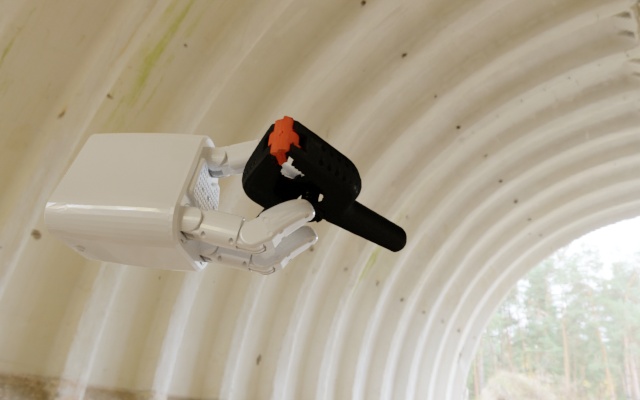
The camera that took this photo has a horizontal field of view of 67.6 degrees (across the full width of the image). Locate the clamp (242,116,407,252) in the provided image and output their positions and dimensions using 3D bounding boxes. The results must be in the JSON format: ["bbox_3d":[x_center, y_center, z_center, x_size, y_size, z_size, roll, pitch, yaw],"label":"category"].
[{"bbox_3d":[0.000,0.000,0.408,0.164,0.036,0.210,2,-25,4],"label":"clamp"}]
